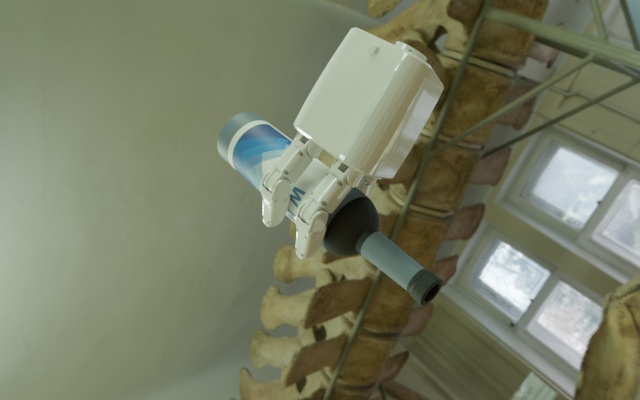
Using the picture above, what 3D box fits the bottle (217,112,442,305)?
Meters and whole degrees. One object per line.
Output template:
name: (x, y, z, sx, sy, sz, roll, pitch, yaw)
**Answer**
bottle: (0.000, 0.002, 0.486, 0.069, 0.069, 0.295, 0, 31, -49)
